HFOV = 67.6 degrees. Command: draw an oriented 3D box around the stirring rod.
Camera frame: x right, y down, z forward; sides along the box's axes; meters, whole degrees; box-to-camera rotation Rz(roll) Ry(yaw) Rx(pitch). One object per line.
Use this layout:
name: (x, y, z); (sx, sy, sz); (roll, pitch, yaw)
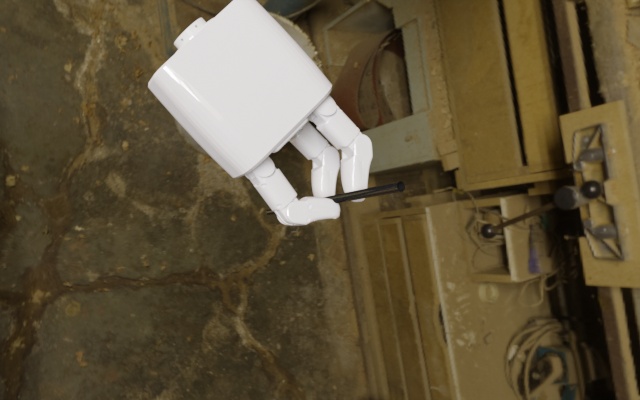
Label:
stirring rod: (0.000, 0.002, 0.466); (0.011, 0.011, 0.239); (0, -6, -31)
